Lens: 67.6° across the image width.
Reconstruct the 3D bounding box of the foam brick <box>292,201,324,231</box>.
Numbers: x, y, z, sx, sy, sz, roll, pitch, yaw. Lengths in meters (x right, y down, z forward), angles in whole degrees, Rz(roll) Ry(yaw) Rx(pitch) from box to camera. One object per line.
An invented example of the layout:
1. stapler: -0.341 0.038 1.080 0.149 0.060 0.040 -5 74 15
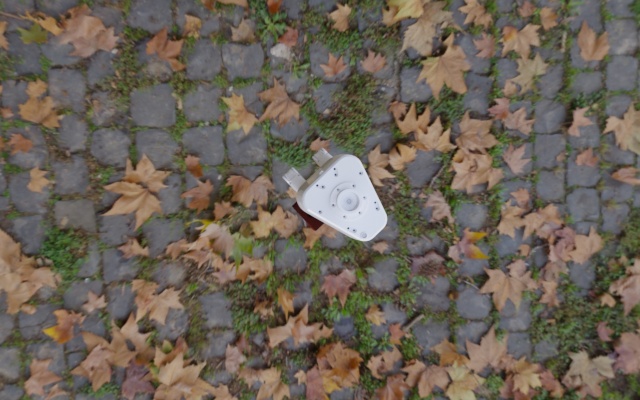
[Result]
1. foam brick: 0.000 0.003 0.744 0.078 0.053 0.051 -44 4 -2
